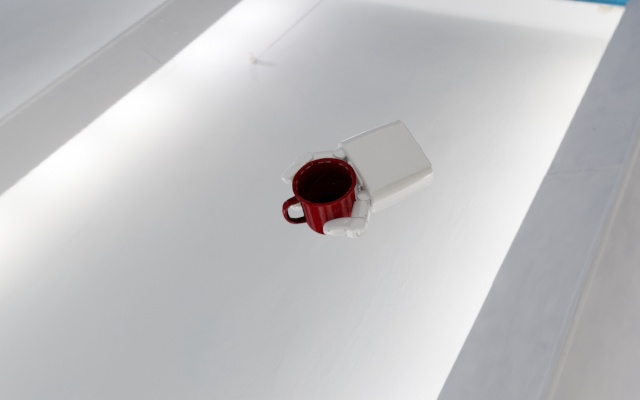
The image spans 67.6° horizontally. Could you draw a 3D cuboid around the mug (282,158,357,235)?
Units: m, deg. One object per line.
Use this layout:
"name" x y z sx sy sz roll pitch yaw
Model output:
"mug" -0.001 0.003 0.705 0.117 0.093 0.082 -24 -40 -9
